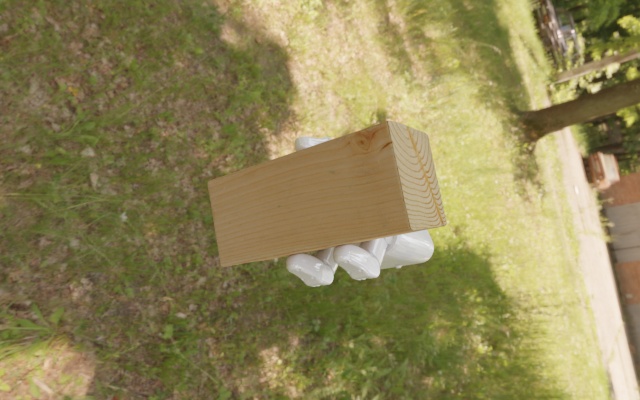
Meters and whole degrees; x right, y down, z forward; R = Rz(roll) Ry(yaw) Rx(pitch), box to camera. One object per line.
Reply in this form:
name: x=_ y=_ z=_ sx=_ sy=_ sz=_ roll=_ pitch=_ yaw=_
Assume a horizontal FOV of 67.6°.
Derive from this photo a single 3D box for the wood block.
wood block: x=0.000 y=0.001 z=0.460 sx=0.206 sy=0.091 sz=0.090 roll=-15 pitch=-8 yaw=32
